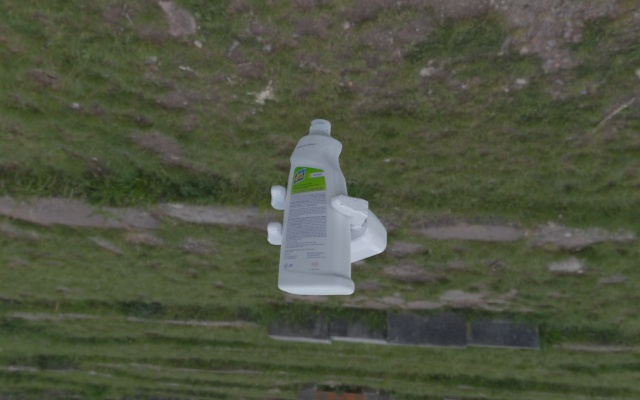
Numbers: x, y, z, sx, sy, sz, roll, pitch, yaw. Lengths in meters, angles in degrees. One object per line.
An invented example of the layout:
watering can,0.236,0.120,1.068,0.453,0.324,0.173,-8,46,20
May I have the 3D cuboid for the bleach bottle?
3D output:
bleach bottle,0.000,0.002,0.671,0.102,0.250,0.068,-5,-21,24
